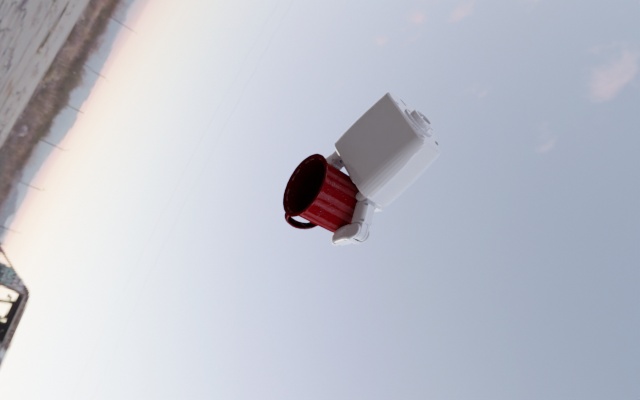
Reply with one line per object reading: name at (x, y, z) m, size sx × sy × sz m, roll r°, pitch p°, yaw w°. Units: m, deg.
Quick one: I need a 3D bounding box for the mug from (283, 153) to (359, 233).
mug at (-0.001, 0.003, 0.664) m, size 0.081 × 0.093 × 0.117 m, roll 28°, pitch -58°, yaw -32°
